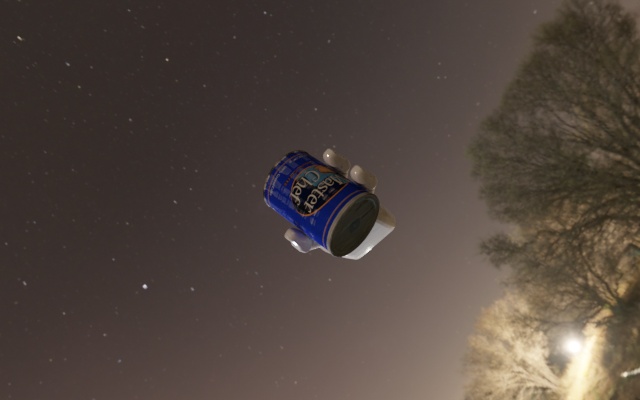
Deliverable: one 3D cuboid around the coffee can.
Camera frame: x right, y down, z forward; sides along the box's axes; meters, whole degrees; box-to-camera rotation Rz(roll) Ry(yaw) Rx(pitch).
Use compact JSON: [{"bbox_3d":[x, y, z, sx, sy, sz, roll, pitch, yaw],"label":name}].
[{"bbox_3d":[0.000,0.002,0.698,0.140,0.103,0.103,35,20,31],"label":"coffee can"}]
